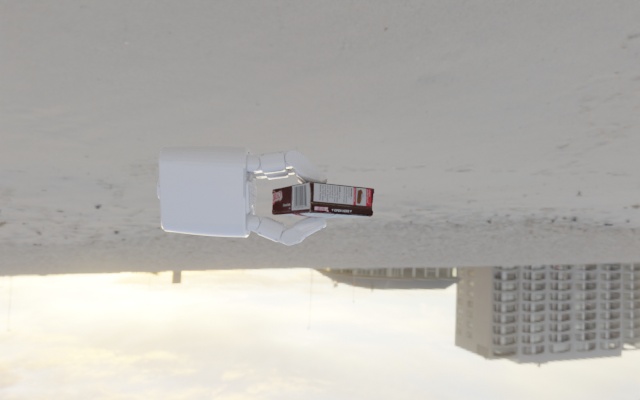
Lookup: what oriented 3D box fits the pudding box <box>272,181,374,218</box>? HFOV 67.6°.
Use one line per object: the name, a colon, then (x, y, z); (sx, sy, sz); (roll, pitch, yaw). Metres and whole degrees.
pudding box: (0.000, 0.002, 0.604); (0.090, 0.039, 0.113); (4, -3, -28)
